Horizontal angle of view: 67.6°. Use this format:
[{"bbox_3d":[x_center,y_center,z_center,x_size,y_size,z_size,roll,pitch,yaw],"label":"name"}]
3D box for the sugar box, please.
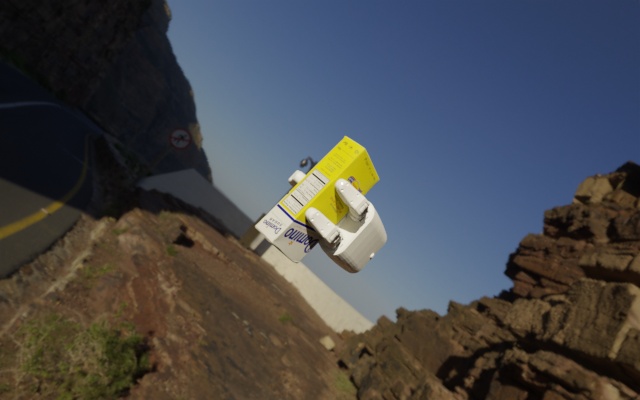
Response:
[{"bbox_3d":[0.001,0.002,0.666,0.048,0.176,0.093,38,-7,32],"label":"sugar box"}]
